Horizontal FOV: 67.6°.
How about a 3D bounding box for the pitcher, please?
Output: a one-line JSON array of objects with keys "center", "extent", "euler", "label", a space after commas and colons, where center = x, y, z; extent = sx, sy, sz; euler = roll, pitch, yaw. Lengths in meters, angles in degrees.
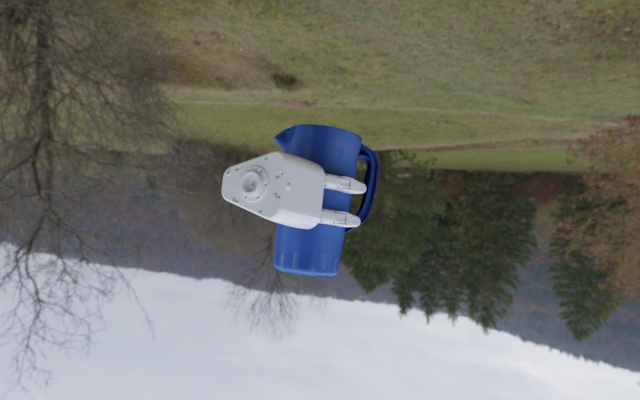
[{"center": [0.000, 0.003, 0.806], "extent": [0.149, 0.243, 0.145], "euler": [5, -6, 27], "label": "pitcher"}]
